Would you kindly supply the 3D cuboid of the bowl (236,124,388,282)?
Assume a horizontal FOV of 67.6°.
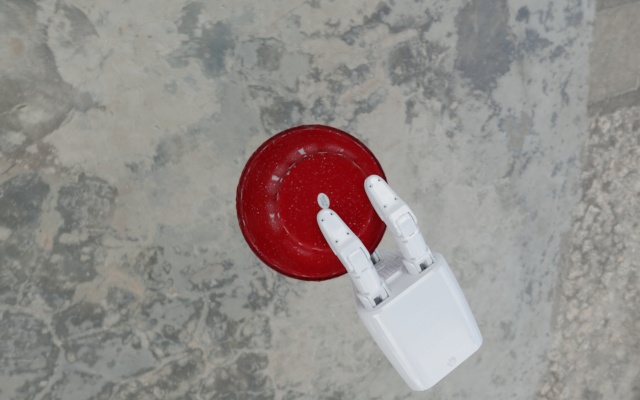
[{"bbox_3d":[-0.001,0.001,0.464,0.162,0.162,0.055,0,-1,-11],"label":"bowl"}]
